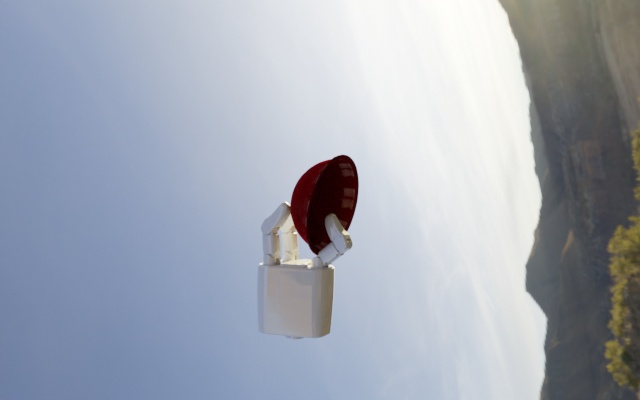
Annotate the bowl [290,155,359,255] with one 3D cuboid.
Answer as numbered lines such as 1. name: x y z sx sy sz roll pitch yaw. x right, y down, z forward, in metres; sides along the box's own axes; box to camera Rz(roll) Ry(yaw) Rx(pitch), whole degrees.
1. bowl: 0.000 0.001 0.750 0.055 0.162 0.162 16 7 28
